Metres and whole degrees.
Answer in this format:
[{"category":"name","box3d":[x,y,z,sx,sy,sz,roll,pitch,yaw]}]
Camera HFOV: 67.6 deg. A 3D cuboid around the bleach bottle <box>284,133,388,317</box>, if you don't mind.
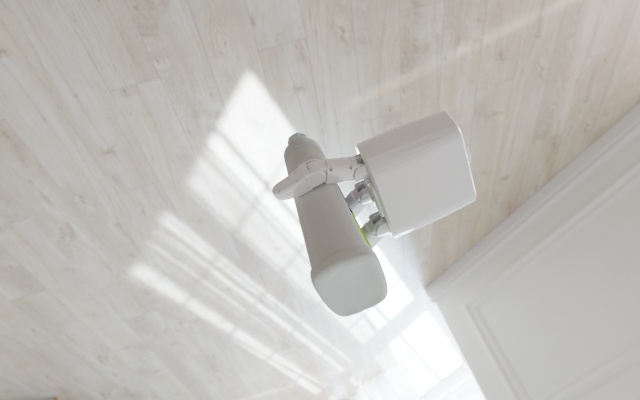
[{"category":"bleach bottle","box3d":[0.000,0.002,0.548,0.068,0.250,0.103,-23,-42,3]}]
